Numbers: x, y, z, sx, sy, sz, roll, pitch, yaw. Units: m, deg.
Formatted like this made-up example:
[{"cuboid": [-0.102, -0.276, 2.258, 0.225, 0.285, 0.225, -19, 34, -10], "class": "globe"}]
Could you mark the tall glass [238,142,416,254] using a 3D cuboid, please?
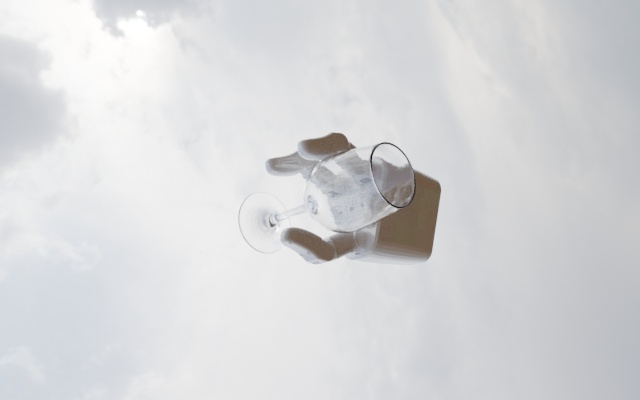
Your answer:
[{"cuboid": [0.000, 0.002, 0.493, 0.079, 0.079, 0.201, 0, -14, -42], "class": "tall glass"}]
